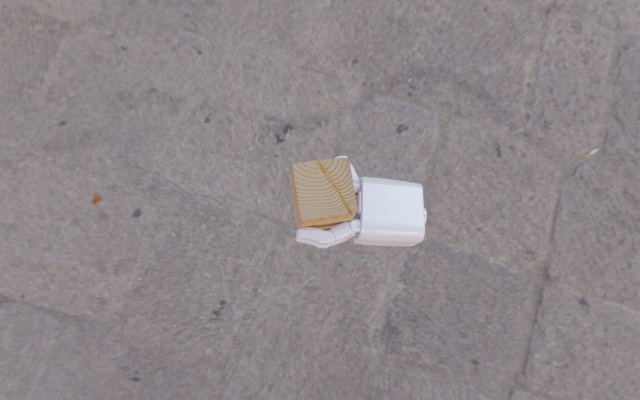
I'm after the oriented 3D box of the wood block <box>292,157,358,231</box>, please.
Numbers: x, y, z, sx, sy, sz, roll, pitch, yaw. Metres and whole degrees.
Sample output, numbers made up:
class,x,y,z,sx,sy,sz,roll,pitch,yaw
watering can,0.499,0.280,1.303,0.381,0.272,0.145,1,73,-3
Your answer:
class,x,y,z,sx,sy,sz,roll,pitch,yaw
wood block,0.000,0.002,0.814,0.090,0.091,0.206,-8,-12,-5
